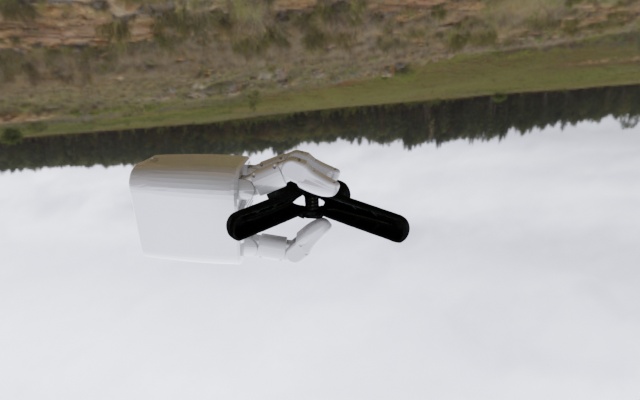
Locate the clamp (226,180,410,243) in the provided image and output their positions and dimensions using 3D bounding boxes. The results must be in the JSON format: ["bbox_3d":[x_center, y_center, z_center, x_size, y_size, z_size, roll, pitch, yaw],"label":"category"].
[{"bbox_3d":[0.000,0.002,0.510,0.164,0.036,0.210,4,16,-1],"label":"clamp"}]
